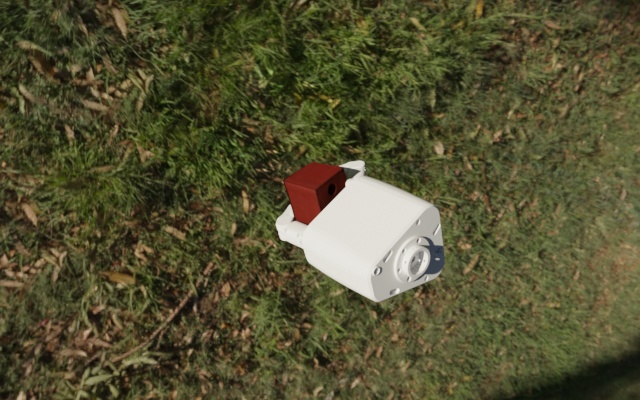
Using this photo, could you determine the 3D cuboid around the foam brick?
[{"bbox_3d":[0.000,0.002,0.558,0.051,0.078,0.053,15,41,41],"label":"foam brick"}]
